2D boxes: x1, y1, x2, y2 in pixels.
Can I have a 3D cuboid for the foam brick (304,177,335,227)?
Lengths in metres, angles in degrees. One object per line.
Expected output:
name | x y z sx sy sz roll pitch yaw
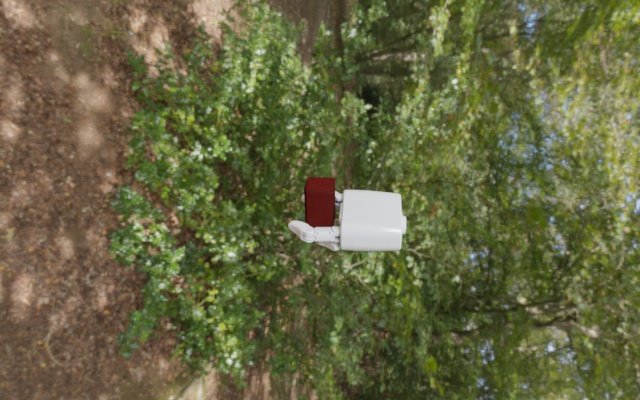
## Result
foam brick | 0.000 0.003 0.854 0.051 0.078 0.053 2 30 6
